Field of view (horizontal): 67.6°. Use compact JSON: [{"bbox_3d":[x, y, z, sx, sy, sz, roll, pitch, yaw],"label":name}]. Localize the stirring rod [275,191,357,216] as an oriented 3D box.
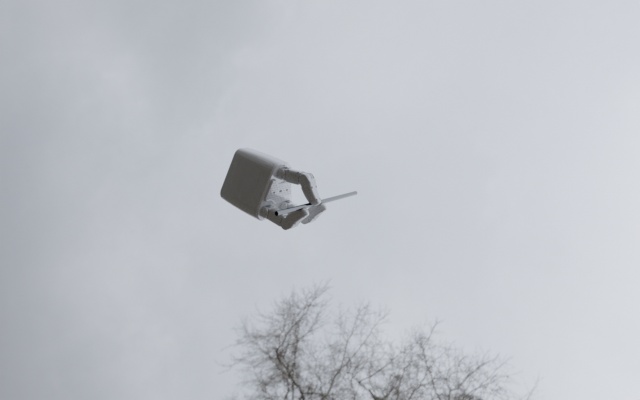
[{"bbox_3d":[0.000,0.003,0.857,0.011,0.011,0.239,0,9,36],"label":"stirring rod"}]
